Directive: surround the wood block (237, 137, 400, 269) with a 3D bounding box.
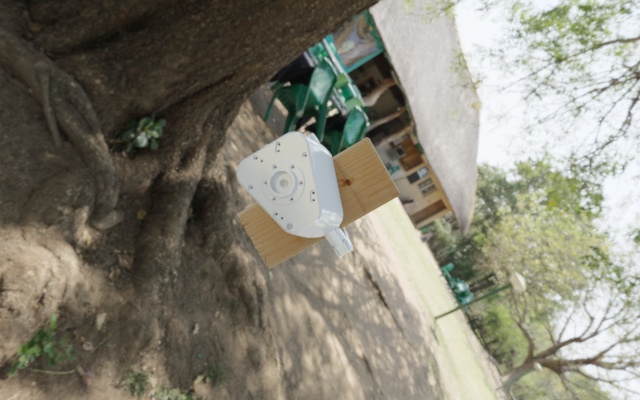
[{"bbox_3d":[0.000,0.002,0.679,0.206,0.091,0.090,-30,1,10],"label":"wood block"}]
